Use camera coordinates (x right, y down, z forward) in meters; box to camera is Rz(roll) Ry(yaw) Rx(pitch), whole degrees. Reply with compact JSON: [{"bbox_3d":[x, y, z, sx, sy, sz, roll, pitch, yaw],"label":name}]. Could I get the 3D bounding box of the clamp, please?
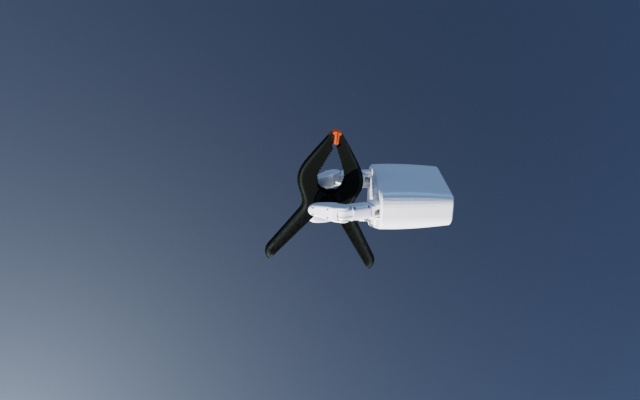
[{"bbox_3d":[0.000,0.002,0.694,0.164,0.210,0.036,0,16,-3],"label":"clamp"}]
